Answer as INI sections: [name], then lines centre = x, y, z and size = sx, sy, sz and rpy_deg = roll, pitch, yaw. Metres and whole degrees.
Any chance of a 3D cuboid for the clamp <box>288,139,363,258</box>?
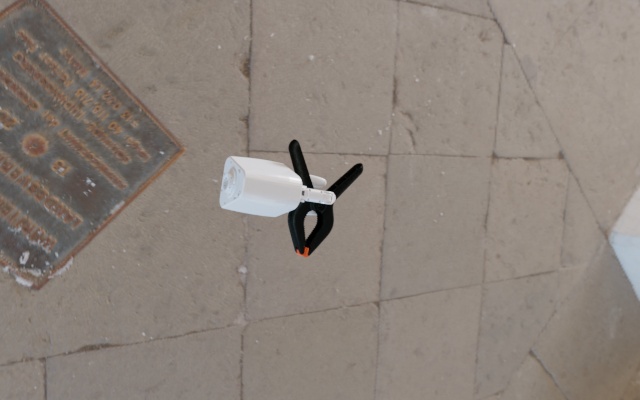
[clamp]
centre = 0.000, 0.004, 0.897
size = 0.164, 0.210, 0.036
rpy_deg = 8, 1, -30
